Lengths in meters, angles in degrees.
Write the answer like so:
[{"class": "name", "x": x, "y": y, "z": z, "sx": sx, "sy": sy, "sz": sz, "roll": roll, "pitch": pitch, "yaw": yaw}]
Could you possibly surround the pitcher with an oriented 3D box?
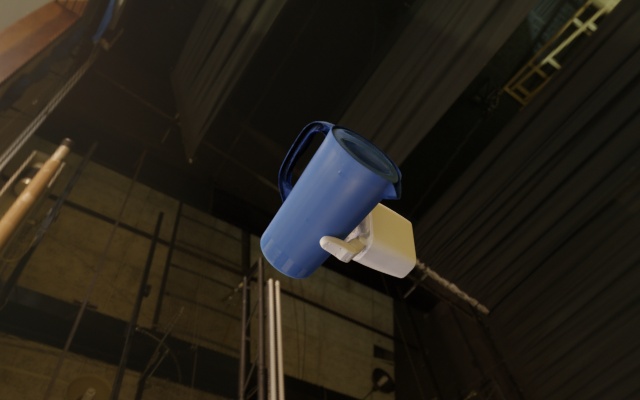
[{"class": "pitcher", "x": 0.000, "y": 0.003, "z": 0.773, "sx": 0.145, "sy": 0.243, "sz": 0.149, "roll": 26, "pitch": 26, "yaw": -27}]
